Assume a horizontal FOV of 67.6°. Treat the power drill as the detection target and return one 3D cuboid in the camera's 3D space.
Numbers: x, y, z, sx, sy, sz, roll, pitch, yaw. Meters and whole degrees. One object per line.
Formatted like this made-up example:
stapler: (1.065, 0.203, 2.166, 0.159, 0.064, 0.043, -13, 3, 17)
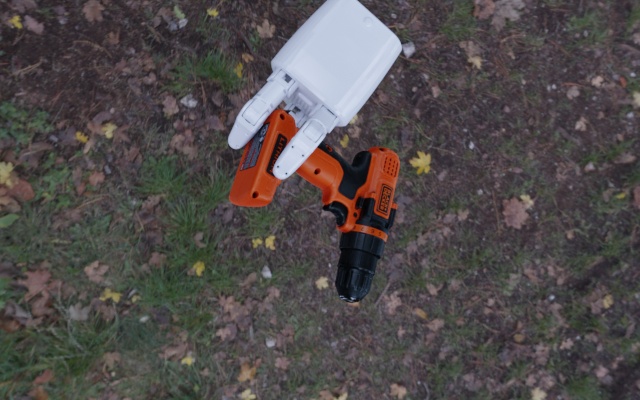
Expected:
power drill: (0.000, 0.001, 0.516, 0.188, 0.184, 0.057, 25, -21, -32)
